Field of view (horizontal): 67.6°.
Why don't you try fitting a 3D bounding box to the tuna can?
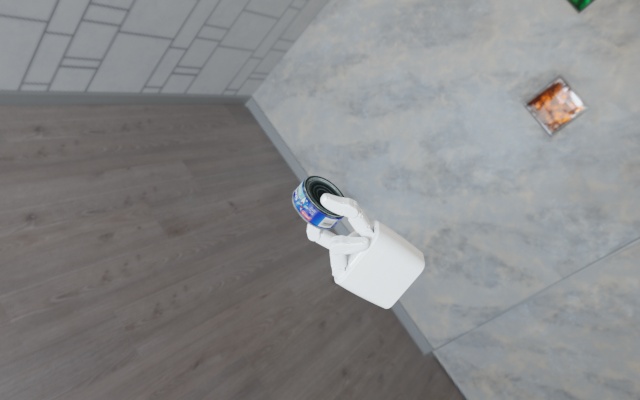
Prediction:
[{"bbox_3d":[0.000,0.002,0.746,0.086,0.086,0.034,0,-38,-46],"label":"tuna can"}]
